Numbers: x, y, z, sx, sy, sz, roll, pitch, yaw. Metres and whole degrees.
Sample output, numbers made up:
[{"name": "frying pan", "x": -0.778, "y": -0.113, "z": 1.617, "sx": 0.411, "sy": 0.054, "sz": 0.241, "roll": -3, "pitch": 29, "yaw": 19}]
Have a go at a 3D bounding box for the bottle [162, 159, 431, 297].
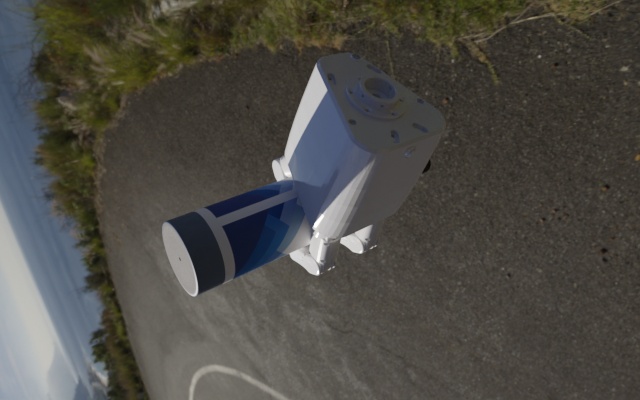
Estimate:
[{"name": "bottle", "x": 0.000, "y": 0.002, "z": 0.468, "sx": 0.295, "sy": 0.069, "sz": 0.069, "roll": -22, "pitch": 12, "yaw": -32}]
